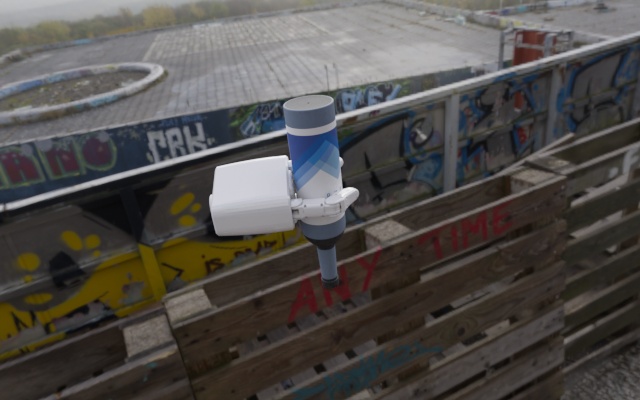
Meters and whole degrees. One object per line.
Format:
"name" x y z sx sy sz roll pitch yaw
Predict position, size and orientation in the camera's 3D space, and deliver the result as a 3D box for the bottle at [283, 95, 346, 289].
"bottle" 0.000 0.002 0.687 0.069 0.296 0.069 -5 28 3
